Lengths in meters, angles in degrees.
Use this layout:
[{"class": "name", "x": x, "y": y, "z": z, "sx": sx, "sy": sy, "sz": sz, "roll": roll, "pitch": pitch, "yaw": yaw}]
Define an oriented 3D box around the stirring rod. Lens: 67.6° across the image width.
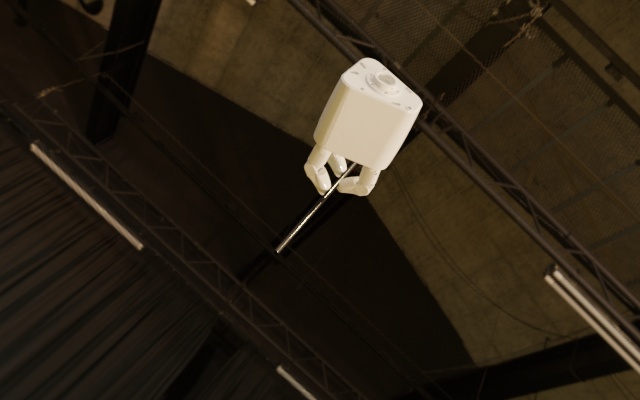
[{"class": "stirring rod", "x": 0.000, "y": 0.002, "z": 0.697, "sx": 0.011, "sy": 0.011, "sz": 0.239, "roll": 0, "pitch": 33, "yaw": 35}]
